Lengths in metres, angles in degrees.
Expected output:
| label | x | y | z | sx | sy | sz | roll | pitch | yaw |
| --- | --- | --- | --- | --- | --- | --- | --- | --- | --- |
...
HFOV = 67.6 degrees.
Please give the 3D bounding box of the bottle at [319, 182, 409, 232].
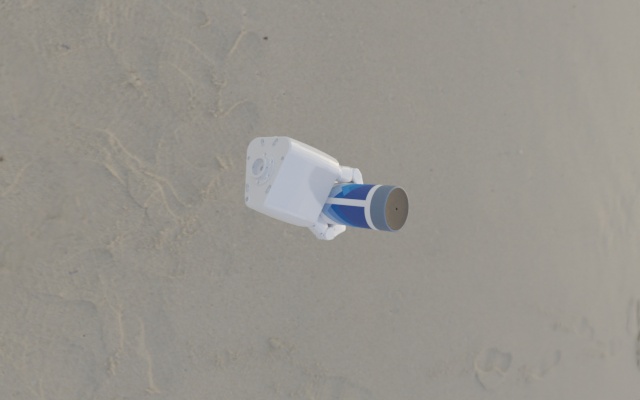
| label | x | y | z | sx | sy | sz | roll | pitch | yaw |
| --- | --- | --- | --- | --- | --- | --- | --- | --- | --- |
| bottle | 0.000 | 0.003 | 0.779 | 0.295 | 0.069 | 0.069 | 5 | 3 | 42 |
